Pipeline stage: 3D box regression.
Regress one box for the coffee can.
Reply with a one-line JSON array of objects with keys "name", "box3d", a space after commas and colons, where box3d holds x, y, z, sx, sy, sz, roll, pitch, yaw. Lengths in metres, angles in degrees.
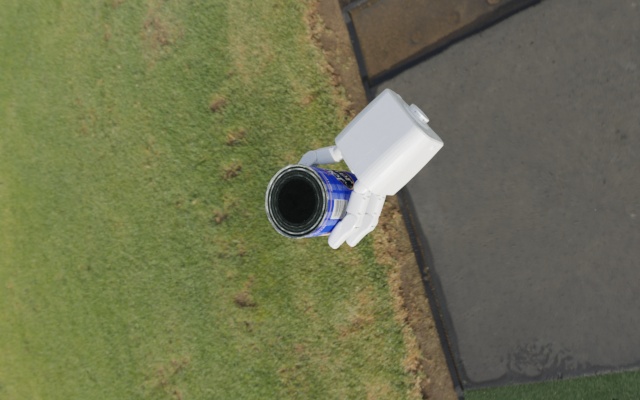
[{"name": "coffee can", "box3d": [0.000, 0.002, 0.710, 0.103, 0.103, 0.140, 0, -1, 30]}]
